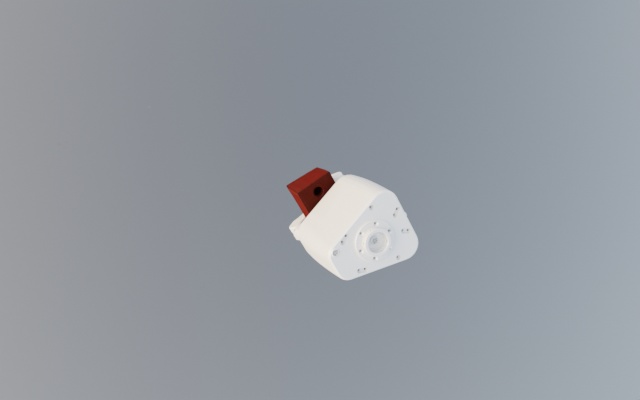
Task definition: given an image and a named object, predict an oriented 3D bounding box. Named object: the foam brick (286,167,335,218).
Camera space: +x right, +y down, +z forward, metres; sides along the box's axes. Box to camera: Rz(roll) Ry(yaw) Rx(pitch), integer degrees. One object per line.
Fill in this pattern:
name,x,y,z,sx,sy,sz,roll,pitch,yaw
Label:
foam brick,0.000,0.002,0.646,0.053,0.078,0.051,-34,19,-10
